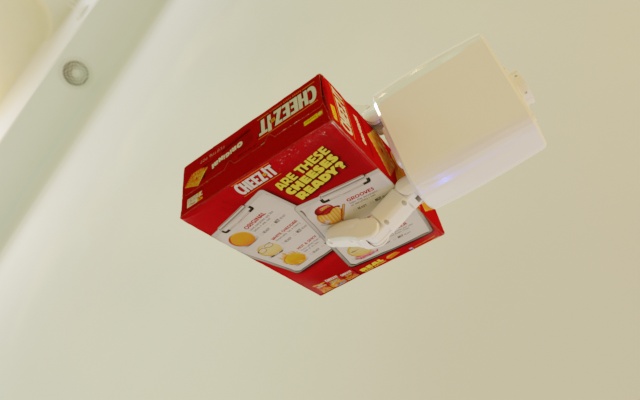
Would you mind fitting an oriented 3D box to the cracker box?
[{"bbox_3d":[0.000,0.002,0.470,0.164,0.072,0.214,-30,-43,21],"label":"cracker box"}]
